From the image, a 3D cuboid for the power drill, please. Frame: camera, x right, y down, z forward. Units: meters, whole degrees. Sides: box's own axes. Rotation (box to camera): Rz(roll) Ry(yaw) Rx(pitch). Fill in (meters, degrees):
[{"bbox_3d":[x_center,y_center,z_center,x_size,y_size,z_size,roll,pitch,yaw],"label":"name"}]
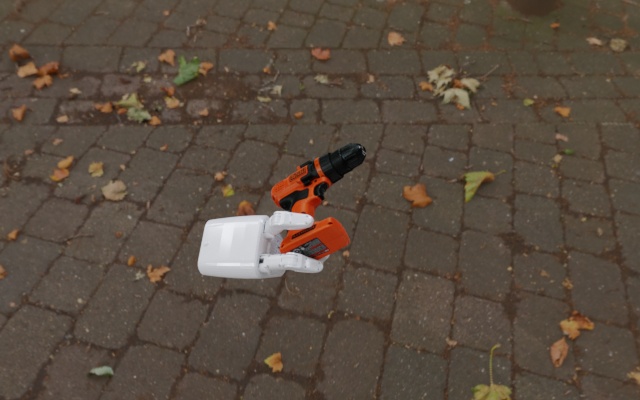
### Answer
[{"bbox_3d":[0.000,0.003,0.763,0.184,0.187,0.057,-30,-55,22],"label":"power drill"}]
